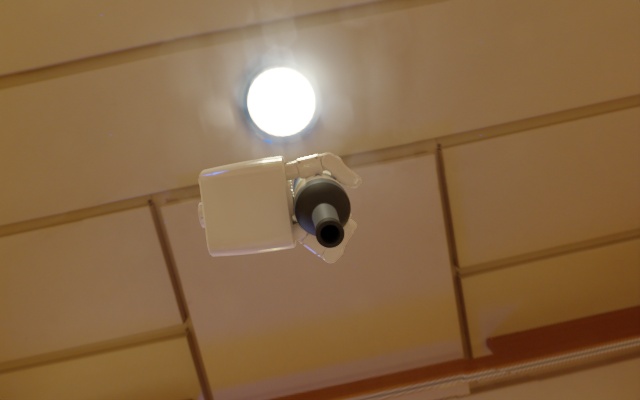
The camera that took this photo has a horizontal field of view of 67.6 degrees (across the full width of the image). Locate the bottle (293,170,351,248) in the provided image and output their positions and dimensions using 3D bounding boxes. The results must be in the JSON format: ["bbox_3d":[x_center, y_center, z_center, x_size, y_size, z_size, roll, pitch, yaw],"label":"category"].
[{"bbox_3d":[0.000,0.002,0.594,0.069,0.069,0.295,0,12,-4],"label":"bottle"}]
